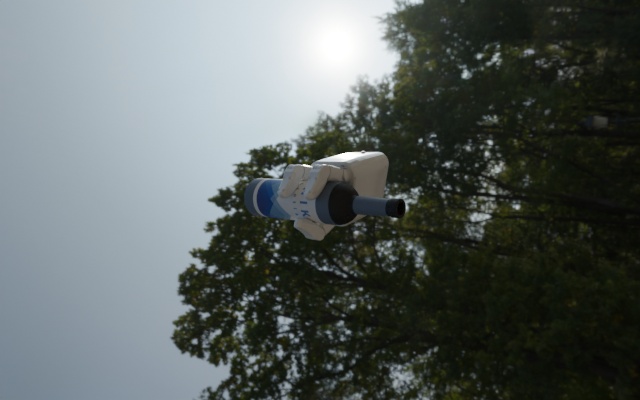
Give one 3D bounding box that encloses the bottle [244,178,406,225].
[{"bbox_3d":[0.000,0.002,0.750,0.295,0.069,0.069,5,3,41],"label":"bottle"}]
